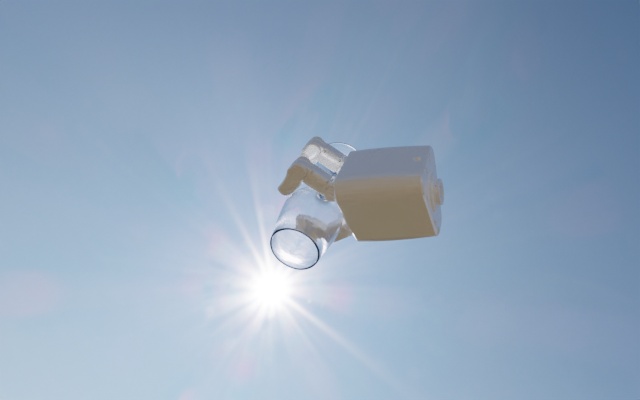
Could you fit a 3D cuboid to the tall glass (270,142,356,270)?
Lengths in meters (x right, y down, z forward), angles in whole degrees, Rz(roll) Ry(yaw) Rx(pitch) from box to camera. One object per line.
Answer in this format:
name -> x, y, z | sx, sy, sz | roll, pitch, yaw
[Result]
tall glass -> 0.000, 0.002, 0.629 | 0.079, 0.079, 0.201 | 0, 34, 22
